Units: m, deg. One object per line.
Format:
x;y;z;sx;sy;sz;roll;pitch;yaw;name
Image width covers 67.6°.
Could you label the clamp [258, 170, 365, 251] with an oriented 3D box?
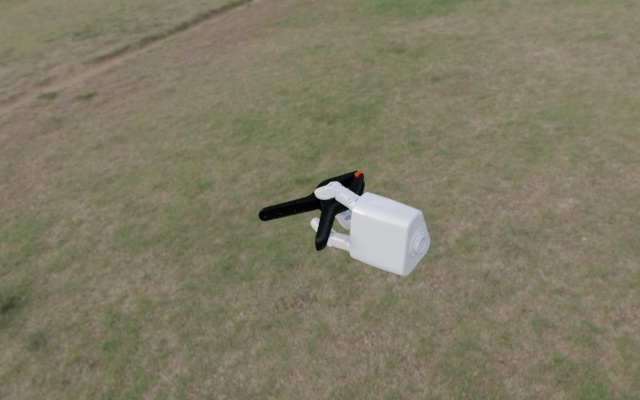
0.001;0.002;0.877;0.164;0.036;0.210;19;45;35;clamp
